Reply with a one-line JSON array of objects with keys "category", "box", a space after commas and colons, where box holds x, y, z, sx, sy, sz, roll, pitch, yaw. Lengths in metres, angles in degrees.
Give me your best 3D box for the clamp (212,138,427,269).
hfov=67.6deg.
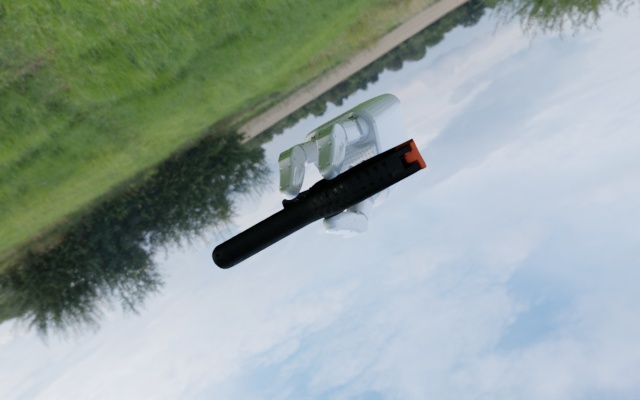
[{"category": "clamp", "box": [0.001, 0.002, 0.464, 0.210, 0.036, 0.164, -25, 8, 35]}]
